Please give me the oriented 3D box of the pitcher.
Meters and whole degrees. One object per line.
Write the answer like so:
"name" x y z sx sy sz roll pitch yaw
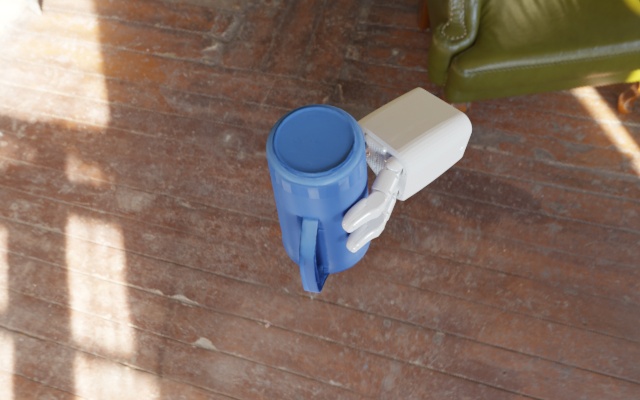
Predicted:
"pitcher" 0.000 0.002 0.607 0.145 0.149 0.243 -31 -26 -12
